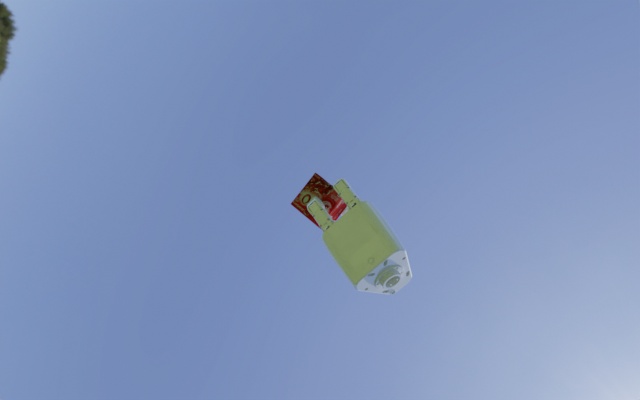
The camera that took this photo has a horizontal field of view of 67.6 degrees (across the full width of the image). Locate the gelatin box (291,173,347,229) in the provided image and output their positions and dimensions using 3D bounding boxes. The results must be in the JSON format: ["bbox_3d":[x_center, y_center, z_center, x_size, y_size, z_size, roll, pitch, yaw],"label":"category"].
[{"bbox_3d":[0.000,0.003,0.837,0.089,0.073,0.030,39,1,41],"label":"gelatin box"}]
